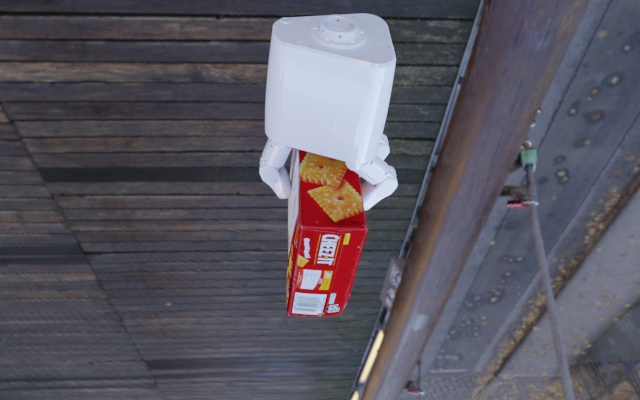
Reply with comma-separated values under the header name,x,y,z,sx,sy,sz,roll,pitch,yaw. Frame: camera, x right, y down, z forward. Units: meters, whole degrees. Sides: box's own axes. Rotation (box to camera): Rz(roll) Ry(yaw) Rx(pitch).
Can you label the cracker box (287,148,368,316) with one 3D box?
name,x,y,z,sx,sy,sz,roll,pitch,yaw
cracker box,0.000,0.002,0.558,0.072,0.213,0.164,3,-43,-6
